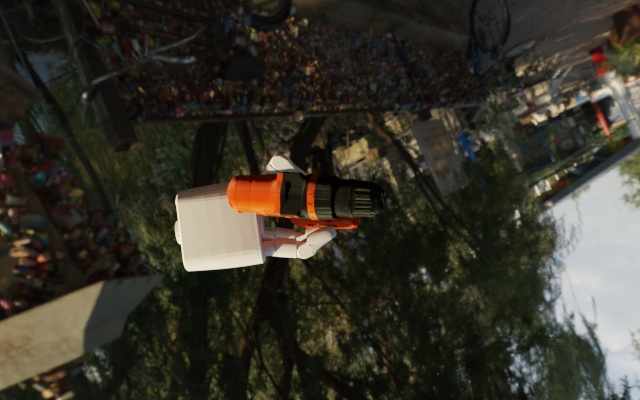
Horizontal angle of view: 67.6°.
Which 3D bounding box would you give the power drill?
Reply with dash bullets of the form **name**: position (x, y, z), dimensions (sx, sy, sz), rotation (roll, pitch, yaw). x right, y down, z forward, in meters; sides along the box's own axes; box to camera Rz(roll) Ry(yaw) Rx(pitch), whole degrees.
- **power drill**: position (0.000, 0.002, 0.606), dimensions (0.184, 0.057, 0.188), rotation (4, -7, 15)
